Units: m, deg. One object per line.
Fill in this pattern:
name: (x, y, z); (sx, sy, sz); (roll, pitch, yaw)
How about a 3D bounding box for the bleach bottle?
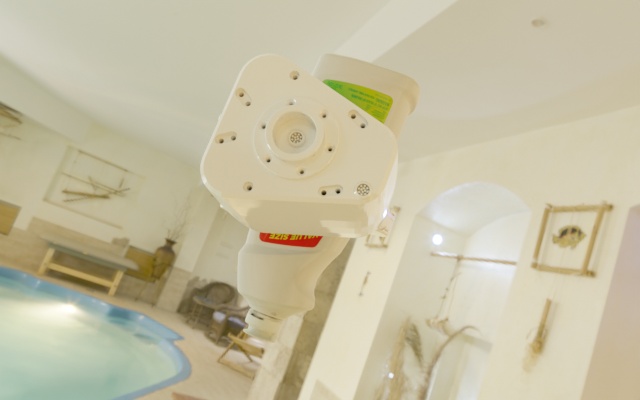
bleach bottle: (0.000, 0.001, 0.421); (0.102, 0.250, 0.068); (19, -10, 8)
